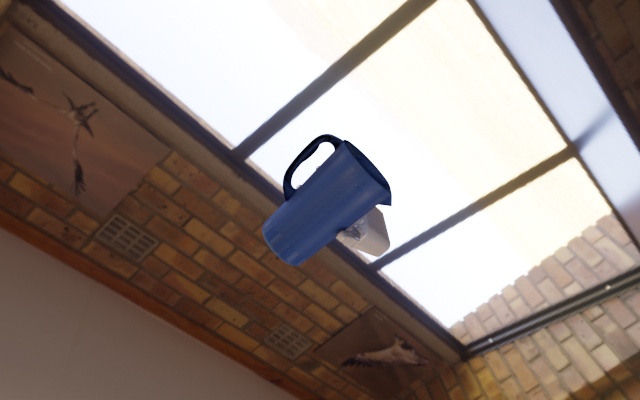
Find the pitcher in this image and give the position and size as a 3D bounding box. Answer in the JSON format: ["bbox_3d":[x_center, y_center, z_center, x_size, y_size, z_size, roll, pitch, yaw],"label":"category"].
[{"bbox_3d":[0.000,0.003,0.899,0.243,0.149,0.145,-42,-39,15],"label":"pitcher"}]
